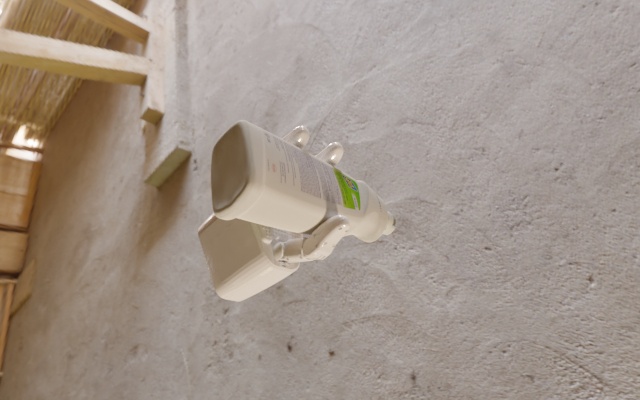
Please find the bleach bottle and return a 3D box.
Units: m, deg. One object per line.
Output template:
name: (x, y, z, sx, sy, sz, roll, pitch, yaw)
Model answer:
bleach bottle: (0.000, 0.002, 0.539, 0.251, 0.102, 0.068, 22, -45, -40)
